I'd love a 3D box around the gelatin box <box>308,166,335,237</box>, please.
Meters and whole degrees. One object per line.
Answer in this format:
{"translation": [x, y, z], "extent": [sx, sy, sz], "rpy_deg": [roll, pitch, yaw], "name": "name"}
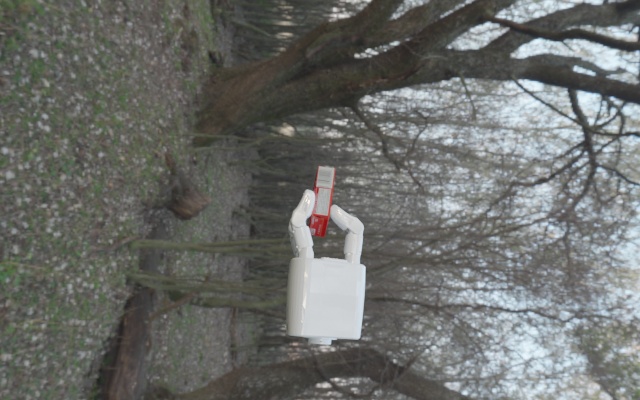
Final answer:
{"translation": [0.001, 0.002, 0.744], "extent": [0.030, 0.089, 0.073], "rpy_deg": [9, -27, -2], "name": "gelatin box"}
